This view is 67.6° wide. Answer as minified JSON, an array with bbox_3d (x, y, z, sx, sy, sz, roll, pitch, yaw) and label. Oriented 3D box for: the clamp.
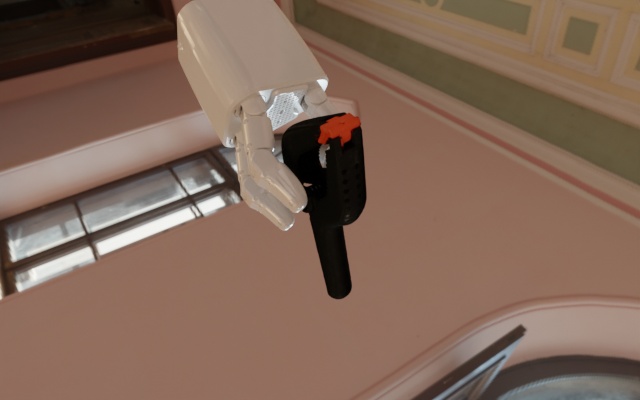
[{"bbox_3d":[0.001,0.001,0.421,0.036,0.164,0.210,-30,-10,-24],"label":"clamp"}]
